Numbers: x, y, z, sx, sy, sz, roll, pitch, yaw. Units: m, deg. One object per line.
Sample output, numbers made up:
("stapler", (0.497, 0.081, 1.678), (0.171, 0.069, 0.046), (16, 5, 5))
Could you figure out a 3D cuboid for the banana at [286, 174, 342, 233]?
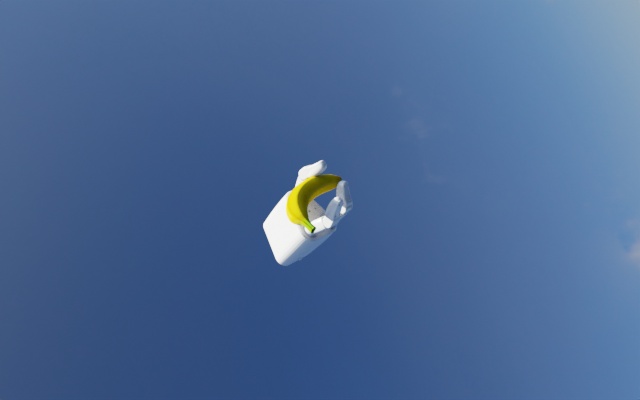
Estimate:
("banana", (-0.017, -0.005, 0.844), (0.069, 0.037, 0.197), (31, 34, 0))
